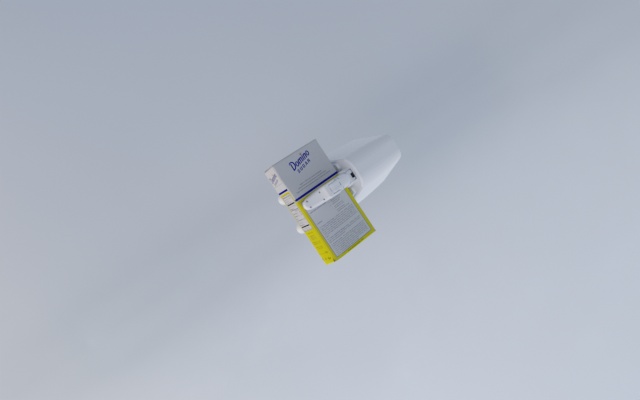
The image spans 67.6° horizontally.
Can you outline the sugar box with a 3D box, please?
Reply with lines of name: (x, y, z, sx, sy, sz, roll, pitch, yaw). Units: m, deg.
sugar box: (0.000, 0.003, 0.749, 0.093, 0.176, 0.048, -35, 2, -29)
